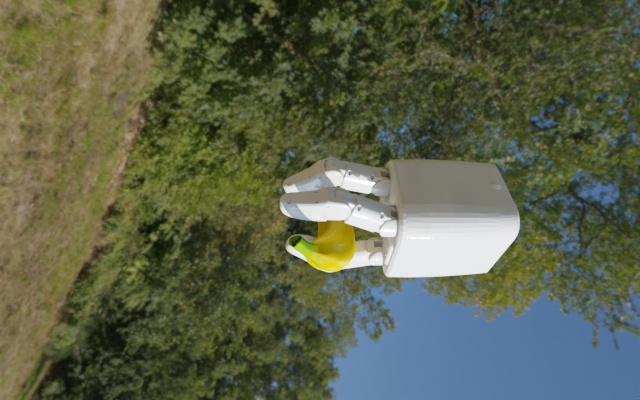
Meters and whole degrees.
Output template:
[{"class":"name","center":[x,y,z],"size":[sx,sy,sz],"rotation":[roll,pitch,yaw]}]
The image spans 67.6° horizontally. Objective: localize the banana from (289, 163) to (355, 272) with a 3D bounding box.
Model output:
[{"class":"banana","center":[0.008,0.018,0.477],"size":[0.037,0.070,0.197],"rotation":[-24,19,11]}]
